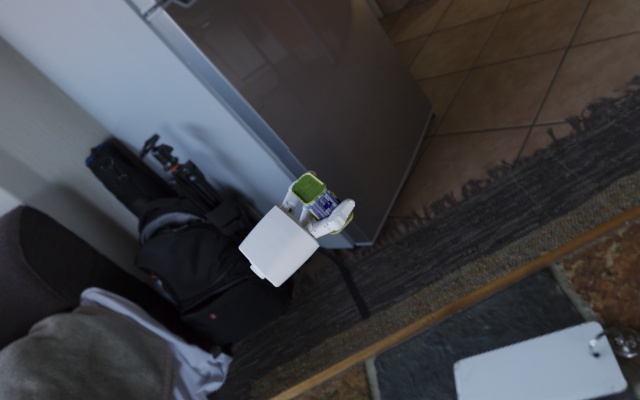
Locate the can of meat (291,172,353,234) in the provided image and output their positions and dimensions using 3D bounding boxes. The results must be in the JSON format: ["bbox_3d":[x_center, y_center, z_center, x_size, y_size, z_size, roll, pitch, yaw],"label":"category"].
[{"bbox_3d":[0.000,0.003,0.868,0.084,0.057,0.102,47,-4,-31],"label":"can of meat"}]
